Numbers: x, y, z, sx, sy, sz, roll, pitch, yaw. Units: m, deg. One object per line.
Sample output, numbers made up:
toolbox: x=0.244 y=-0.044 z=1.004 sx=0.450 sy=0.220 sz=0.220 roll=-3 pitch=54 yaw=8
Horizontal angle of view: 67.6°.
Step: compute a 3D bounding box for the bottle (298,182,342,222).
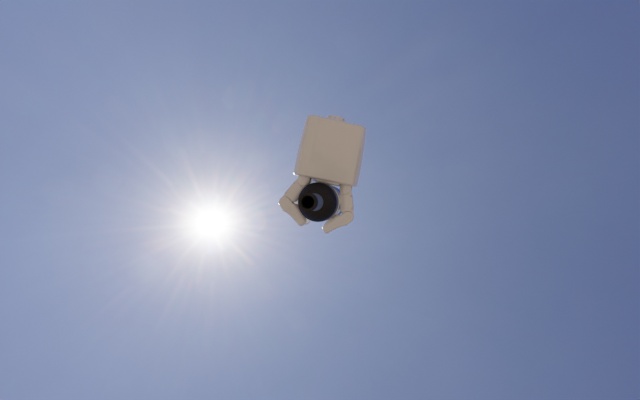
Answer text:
bottle: x=0.000 y=0.003 z=0.829 sx=0.069 sy=0.069 sz=0.296 roll=0 pitch=0 yaw=7
